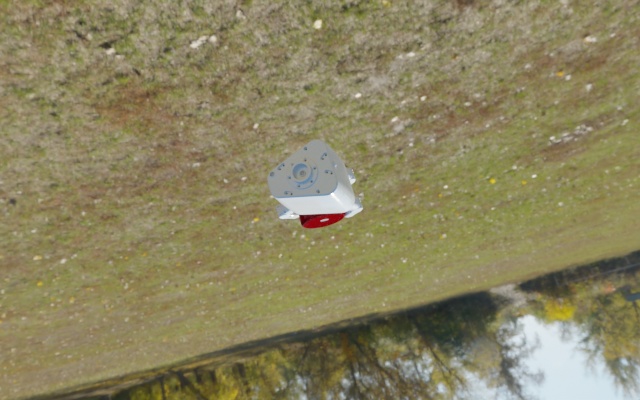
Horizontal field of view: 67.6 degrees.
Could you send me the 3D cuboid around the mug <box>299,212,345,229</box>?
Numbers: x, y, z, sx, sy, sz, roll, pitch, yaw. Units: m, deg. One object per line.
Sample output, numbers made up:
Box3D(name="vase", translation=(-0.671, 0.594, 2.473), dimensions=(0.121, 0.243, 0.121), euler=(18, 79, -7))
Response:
Box3D(name="mug", translation=(0.001, 0.003, 0.870), dimensions=(0.093, 0.081, 0.117), euler=(-19, -18, 13))
